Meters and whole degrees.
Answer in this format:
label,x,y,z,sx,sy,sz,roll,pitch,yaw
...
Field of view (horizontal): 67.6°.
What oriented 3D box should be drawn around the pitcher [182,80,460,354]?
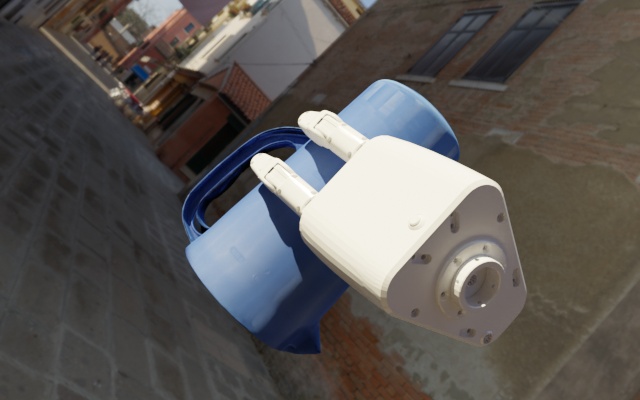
label,x,y,z,sx,sy,sz,roll,pitch,yaw
pitcher,0.000,0.002,0.439,0.149,0.243,0.145,47,-5,-29
